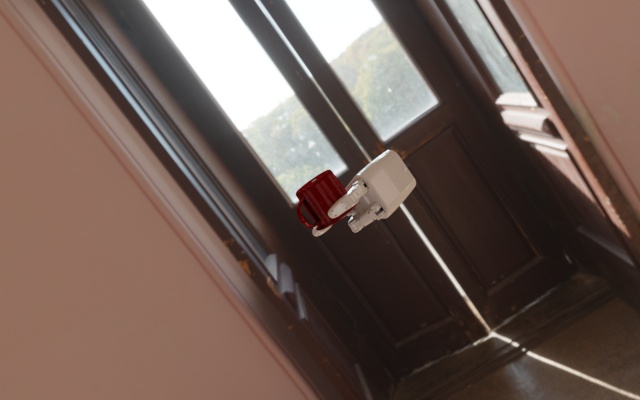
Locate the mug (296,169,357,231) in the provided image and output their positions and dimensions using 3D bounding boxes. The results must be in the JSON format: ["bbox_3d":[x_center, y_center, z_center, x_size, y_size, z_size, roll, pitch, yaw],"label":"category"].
[{"bbox_3d":[-0.001,0.003,0.875,0.117,0.081,0.093,-41,10,-34],"label":"mug"}]
